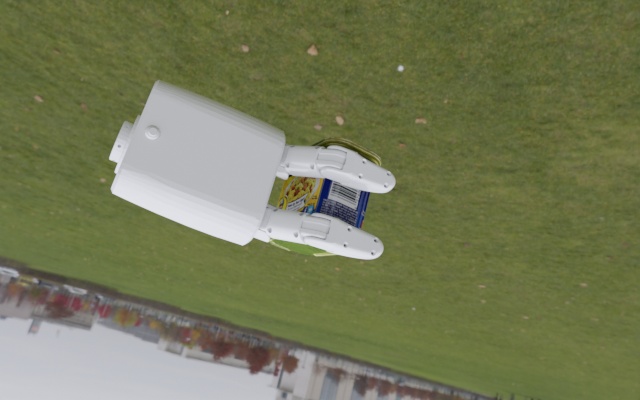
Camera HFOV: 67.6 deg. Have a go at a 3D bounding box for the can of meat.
[{"bbox_3d":[0.000,0.002,0.424,0.057,0.084,0.102,24,-20,-25],"label":"can of meat"}]
